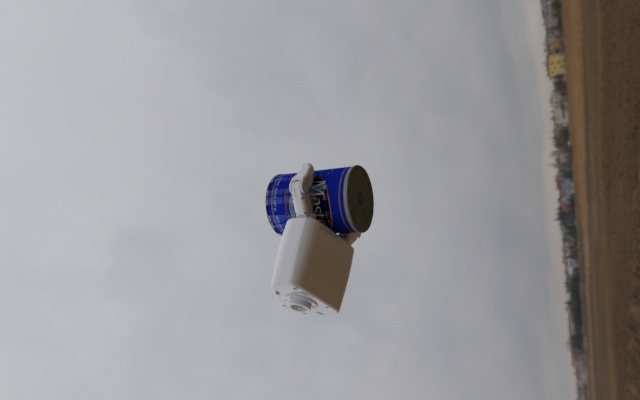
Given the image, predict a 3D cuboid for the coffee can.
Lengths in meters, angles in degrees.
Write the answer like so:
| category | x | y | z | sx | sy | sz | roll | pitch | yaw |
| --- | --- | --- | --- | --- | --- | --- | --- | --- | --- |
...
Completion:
| category | x | y | z | sx | sy | sz | roll | pitch | yaw |
| --- | --- | --- | --- | --- | --- | --- | --- | --- | --- |
| coffee can | 0.000 | 0.002 | 0.749 | 0.140 | 0.103 | 0.103 | -5 | -2 | 27 |
